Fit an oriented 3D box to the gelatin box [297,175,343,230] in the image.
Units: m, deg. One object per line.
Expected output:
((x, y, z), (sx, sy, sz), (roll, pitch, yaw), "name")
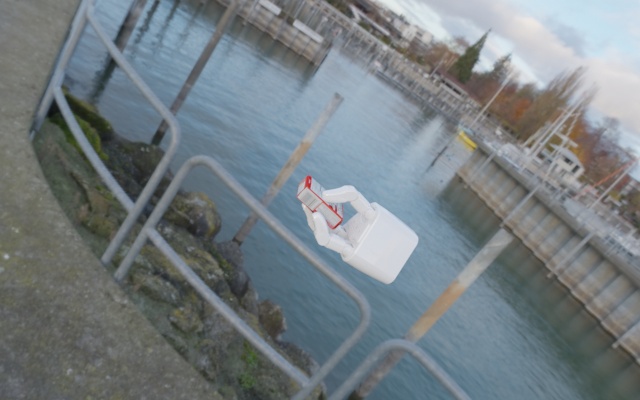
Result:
((0.000, 0.002, 0.839), (0.089, 0.030, 0.073), (42, 15, -13), "gelatin box")
